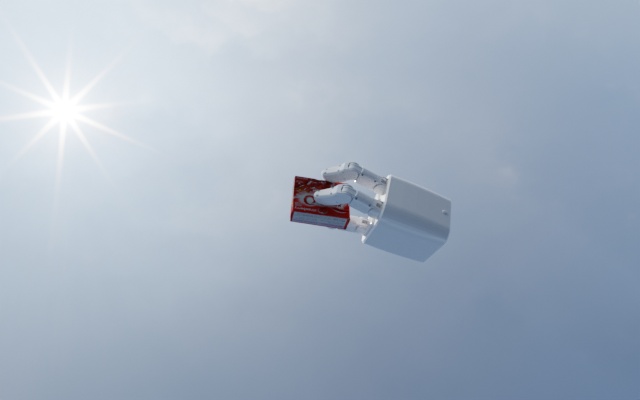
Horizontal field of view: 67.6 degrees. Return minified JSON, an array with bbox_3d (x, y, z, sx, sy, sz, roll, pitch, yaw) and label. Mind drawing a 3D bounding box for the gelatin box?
[{"bbox_3d":[0.000,0.003,0.730,0.089,0.073,0.030,8,-42,-8],"label":"gelatin box"}]
